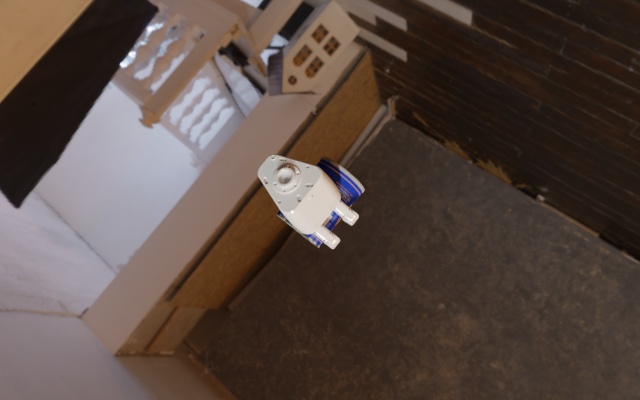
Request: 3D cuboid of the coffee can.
[{"bbox_3d":[0.000,0.003,0.899,0.103,0.140,0.103,38,-5,4],"label":"coffee can"}]
